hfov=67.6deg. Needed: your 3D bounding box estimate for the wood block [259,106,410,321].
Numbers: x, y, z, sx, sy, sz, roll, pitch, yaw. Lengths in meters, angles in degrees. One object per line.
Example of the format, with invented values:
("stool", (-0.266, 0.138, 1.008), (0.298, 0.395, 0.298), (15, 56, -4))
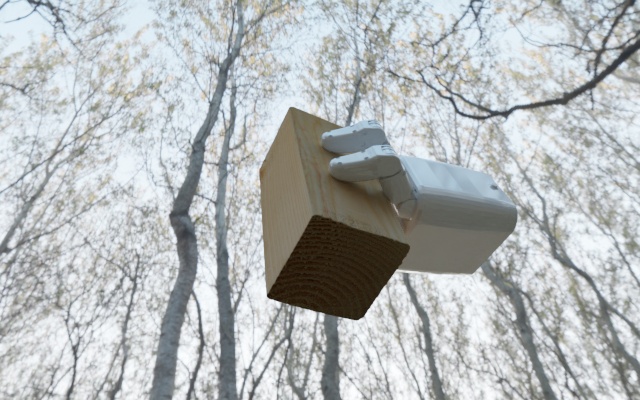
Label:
("wood block", (0.000, 0.002, 0.460), (0.090, 0.091, 0.206), (19, 28, -20))
